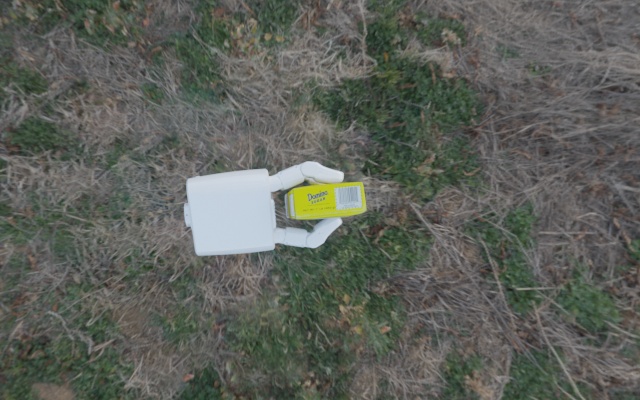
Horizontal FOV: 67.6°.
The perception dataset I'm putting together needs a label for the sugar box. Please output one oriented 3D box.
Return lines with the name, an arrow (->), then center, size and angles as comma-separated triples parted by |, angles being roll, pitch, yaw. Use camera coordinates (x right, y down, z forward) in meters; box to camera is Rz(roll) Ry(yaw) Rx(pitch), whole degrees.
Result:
sugar box -> 0.000, 0.002, 0.686 | 0.093, 0.048, 0.176 | -5, 1, -8
